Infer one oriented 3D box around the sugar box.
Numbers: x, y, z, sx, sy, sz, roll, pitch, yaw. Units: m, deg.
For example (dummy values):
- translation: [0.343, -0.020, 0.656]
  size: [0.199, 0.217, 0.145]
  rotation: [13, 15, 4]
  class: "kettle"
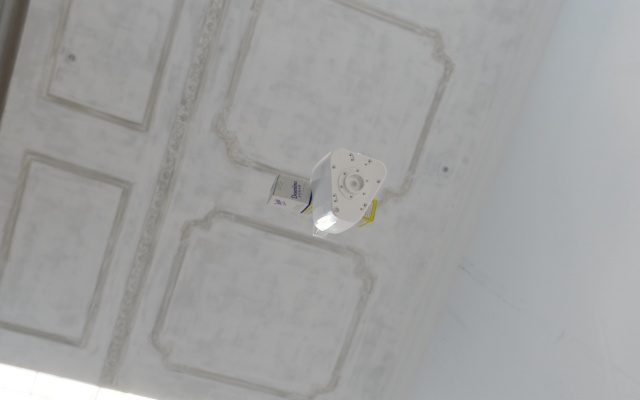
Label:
- translation: [0.000, 0.002, 0.835]
  size: [0.176, 0.048, 0.093]
  rotation: [17, -14, -10]
  class: "sugar box"
